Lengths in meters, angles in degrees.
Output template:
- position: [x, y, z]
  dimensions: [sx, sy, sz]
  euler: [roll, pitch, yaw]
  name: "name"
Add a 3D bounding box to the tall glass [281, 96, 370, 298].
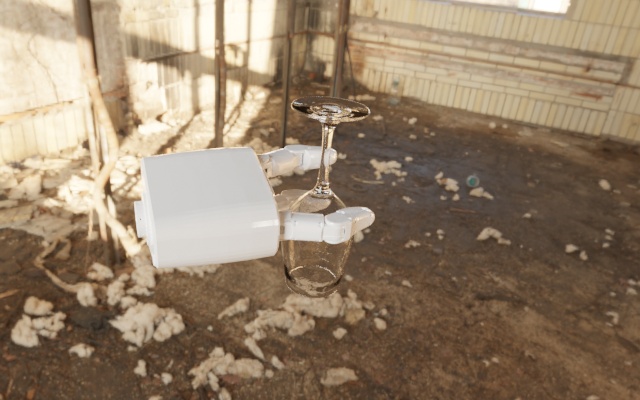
- position: [0.000, 0.001, 0.490]
  dimensions: [0.079, 0.201, 0.079]
  euler: [4, 26, -2]
  name: "tall glass"
